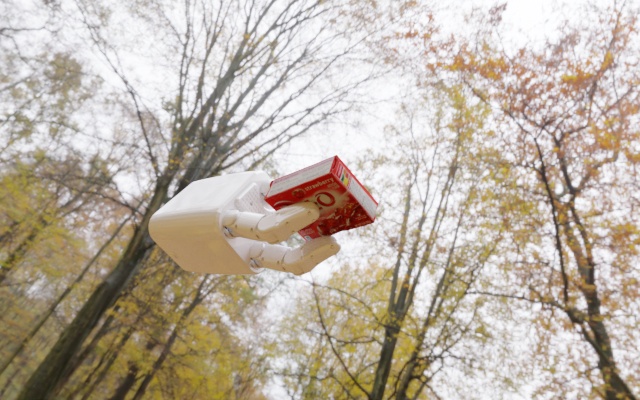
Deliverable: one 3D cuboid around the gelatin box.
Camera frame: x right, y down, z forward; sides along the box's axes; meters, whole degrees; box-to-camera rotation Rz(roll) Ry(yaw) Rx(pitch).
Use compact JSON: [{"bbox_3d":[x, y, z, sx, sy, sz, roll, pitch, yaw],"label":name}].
[{"bbox_3d":[0.000,0.001,0.472,0.089,0.030,0.073,-19,-53,35],"label":"gelatin box"}]
